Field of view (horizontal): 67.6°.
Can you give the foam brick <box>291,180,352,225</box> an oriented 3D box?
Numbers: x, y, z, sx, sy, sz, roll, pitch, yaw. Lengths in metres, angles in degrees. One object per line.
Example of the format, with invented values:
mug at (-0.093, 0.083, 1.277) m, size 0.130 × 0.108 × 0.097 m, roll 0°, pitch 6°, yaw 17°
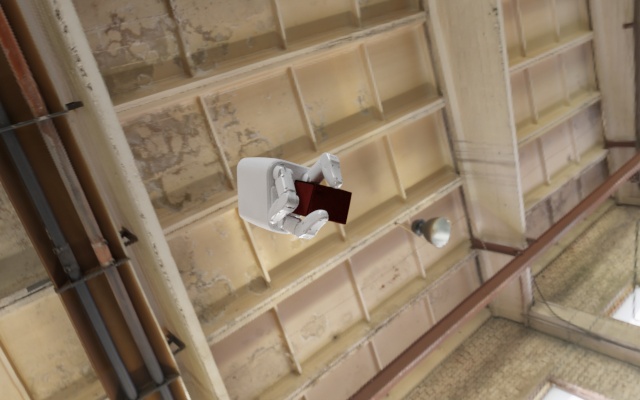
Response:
foam brick at (0.000, 0.003, 0.727) m, size 0.078 × 0.053 × 0.051 m, roll 14°, pitch -1°, yaw -39°
